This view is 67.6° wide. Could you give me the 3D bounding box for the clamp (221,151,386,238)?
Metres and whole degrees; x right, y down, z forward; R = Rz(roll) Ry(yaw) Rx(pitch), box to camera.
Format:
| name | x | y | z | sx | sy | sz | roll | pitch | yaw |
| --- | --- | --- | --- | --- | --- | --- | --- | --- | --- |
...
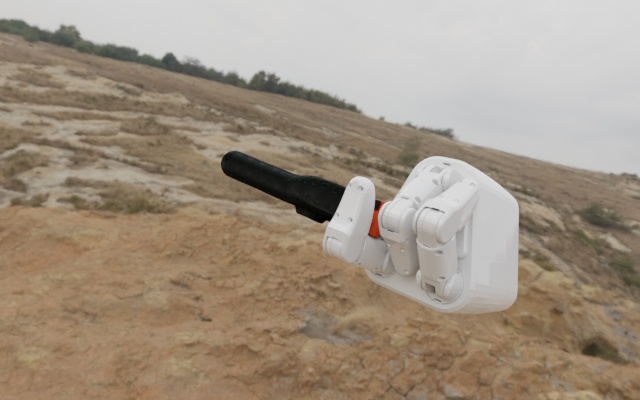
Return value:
| name | x | y | z | sx | sy | sz | roll | pitch | yaw |
| --- | --- | --- | --- | --- | --- | --- | --- | --- | --- |
| clamp | 0.000 | 0.001 | 0.423 | 0.171 | 0.039 | 0.120 | 23 | 1 | 42 |
